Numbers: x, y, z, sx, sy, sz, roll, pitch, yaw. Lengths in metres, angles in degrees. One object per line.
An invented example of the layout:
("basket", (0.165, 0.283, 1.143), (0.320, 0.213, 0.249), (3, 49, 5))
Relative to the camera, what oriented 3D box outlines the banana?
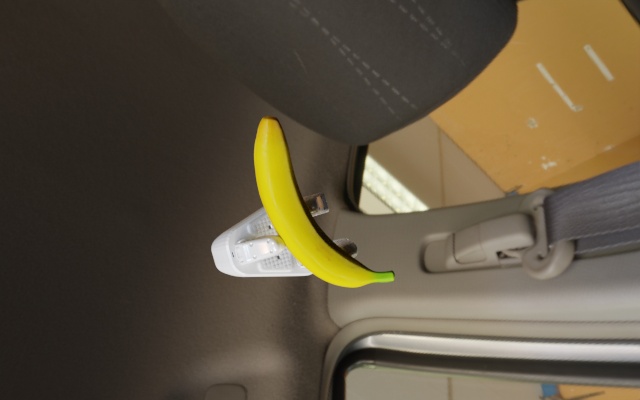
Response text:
("banana", (-0.013, 0.015, 0.458), (0.069, 0.198, 0.037), (-37, 10, 4))
